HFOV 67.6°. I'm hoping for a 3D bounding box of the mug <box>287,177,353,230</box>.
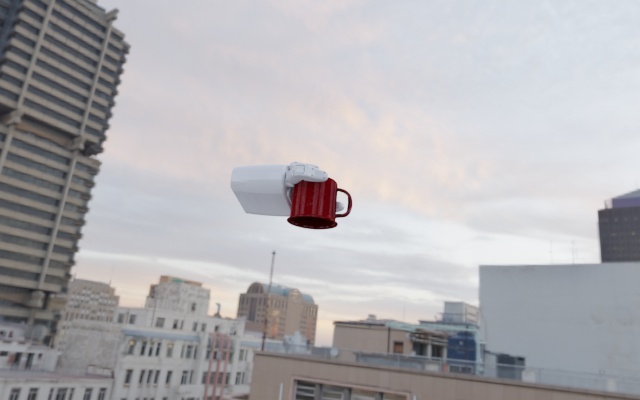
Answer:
[{"bbox_3d":[0.002,0.003,0.869,0.117,0.081,0.093,1,-18,14],"label":"mug"}]
